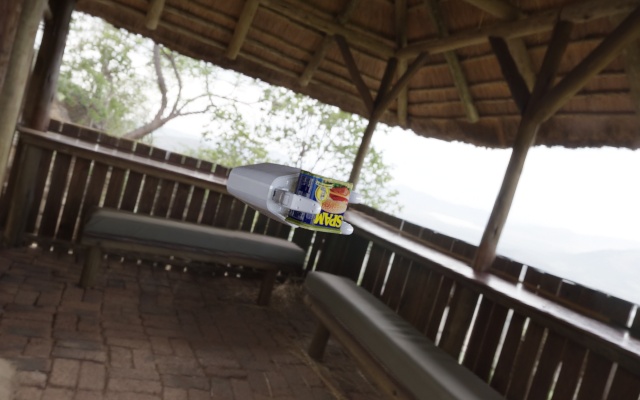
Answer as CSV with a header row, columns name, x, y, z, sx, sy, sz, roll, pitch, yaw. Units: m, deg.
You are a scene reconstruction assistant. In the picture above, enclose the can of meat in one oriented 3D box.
name,x,y,z,sx,sy,sz,roll,pitch,yaw
can of meat,0.000,0.002,0.758,0.057,0.084,0.102,18,4,40
